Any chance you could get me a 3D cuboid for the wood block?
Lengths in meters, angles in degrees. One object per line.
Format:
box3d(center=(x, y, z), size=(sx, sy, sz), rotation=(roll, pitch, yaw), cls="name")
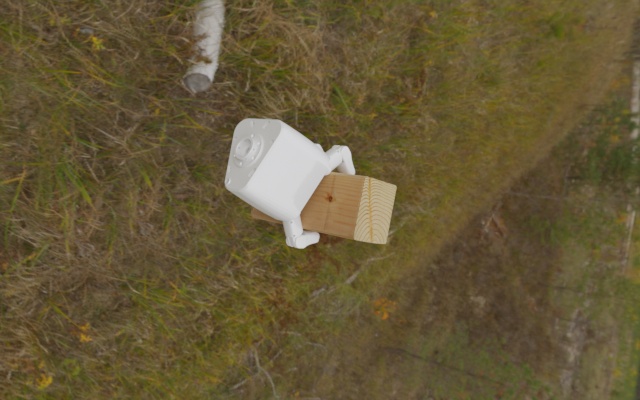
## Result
box3d(center=(0.000, 0.003, 0.740), size=(0.206, 0.091, 0.090), rotation=(10, -1, 39), cls="wood block")
